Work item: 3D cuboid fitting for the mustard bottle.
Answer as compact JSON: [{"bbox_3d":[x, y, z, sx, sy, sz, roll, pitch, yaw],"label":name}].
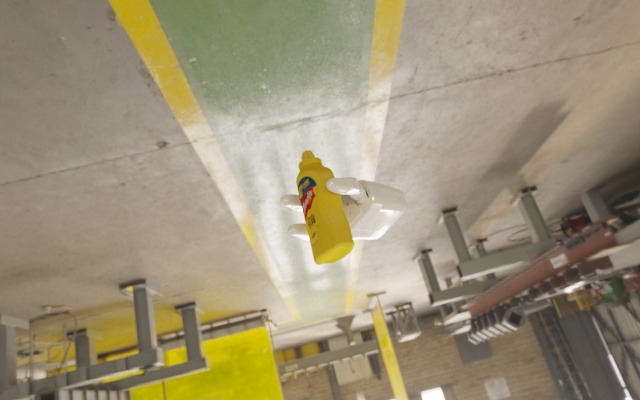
[{"bbox_3d":[0.000,0.003,0.790,0.058,0.191,0.096,-5,-24,-22],"label":"mustard bottle"}]
